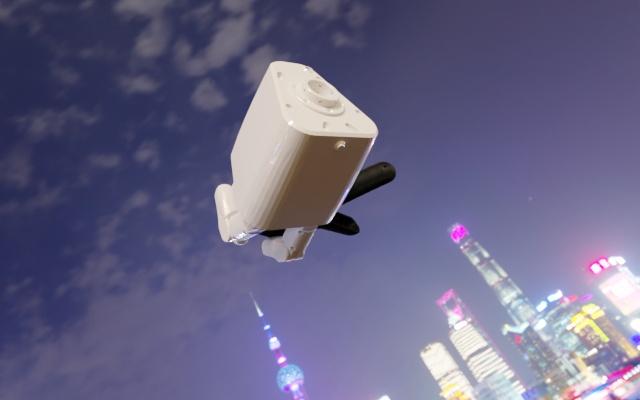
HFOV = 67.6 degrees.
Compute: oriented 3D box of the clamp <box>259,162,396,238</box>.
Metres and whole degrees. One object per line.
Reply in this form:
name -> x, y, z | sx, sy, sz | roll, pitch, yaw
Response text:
clamp -> 0.000, 0.001, 0.516 | 0.171, 0.120, 0.039 | -3, 47, -37
